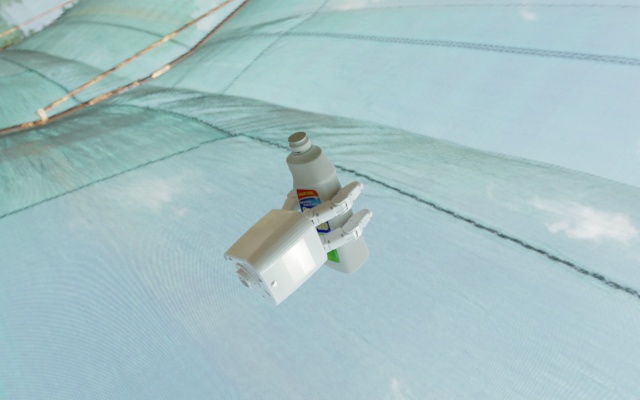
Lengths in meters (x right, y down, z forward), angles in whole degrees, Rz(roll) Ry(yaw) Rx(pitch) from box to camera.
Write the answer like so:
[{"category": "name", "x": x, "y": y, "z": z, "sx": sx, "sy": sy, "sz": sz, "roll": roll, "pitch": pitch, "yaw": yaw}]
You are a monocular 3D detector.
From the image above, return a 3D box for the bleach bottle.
[{"category": "bleach bottle", "x": 0.000, "y": 0.002, "z": 0.751, "sx": 0.102, "sy": 0.251, "sz": 0.068, "roll": 21, "pitch": 54, "yaw": 44}]
